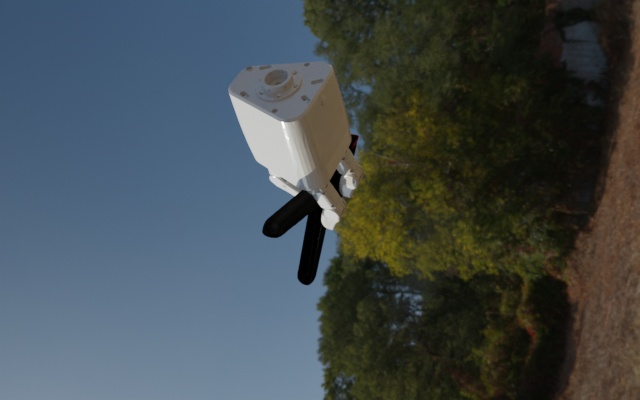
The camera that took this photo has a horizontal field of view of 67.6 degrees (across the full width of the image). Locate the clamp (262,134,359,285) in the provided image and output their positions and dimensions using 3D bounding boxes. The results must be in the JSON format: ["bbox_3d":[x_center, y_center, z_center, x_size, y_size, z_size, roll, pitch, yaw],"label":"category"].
[{"bbox_3d":[0.000,0.001,0.629,0.036,0.210,0.165,16,-31,22],"label":"clamp"}]
